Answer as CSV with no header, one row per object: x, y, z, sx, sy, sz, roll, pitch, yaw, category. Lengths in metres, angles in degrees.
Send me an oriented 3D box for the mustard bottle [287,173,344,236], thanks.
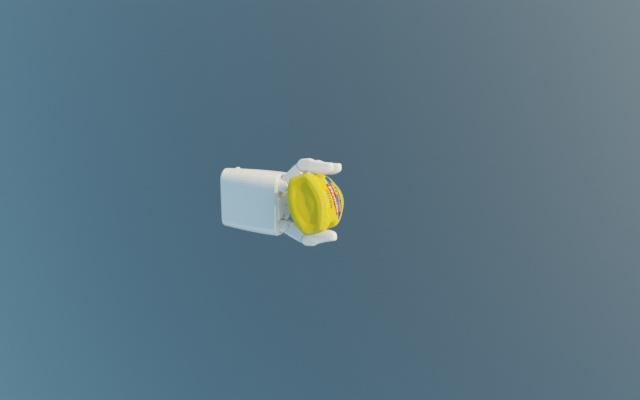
0.000,0.003,0.827,0.058,0.096,0.191,-17,-2,15,mustard bottle
